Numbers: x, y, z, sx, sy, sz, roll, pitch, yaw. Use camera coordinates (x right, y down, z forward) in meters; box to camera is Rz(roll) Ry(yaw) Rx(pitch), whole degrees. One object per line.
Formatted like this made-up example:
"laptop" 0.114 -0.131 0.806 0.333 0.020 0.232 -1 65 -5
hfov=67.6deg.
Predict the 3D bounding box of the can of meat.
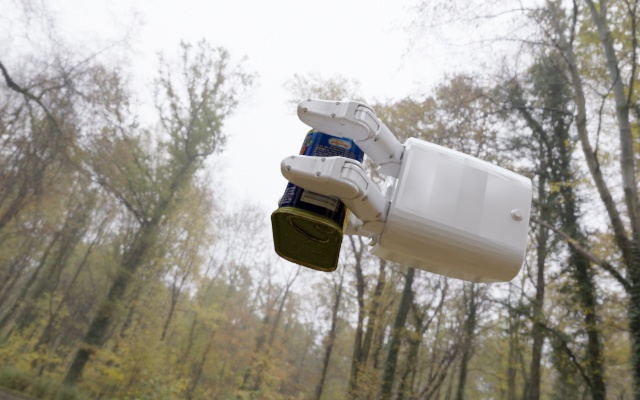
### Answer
"can of meat" 0.000 0.001 0.403 0.057 0.084 0.102 16 -27 6
